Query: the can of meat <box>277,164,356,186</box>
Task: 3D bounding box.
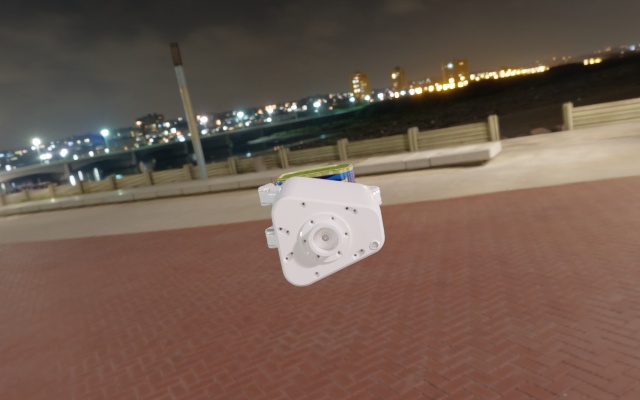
[{"bbox_3d":[0.000,0.002,0.612,0.102,0.084,0.057,-9,11,6],"label":"can of meat"}]
